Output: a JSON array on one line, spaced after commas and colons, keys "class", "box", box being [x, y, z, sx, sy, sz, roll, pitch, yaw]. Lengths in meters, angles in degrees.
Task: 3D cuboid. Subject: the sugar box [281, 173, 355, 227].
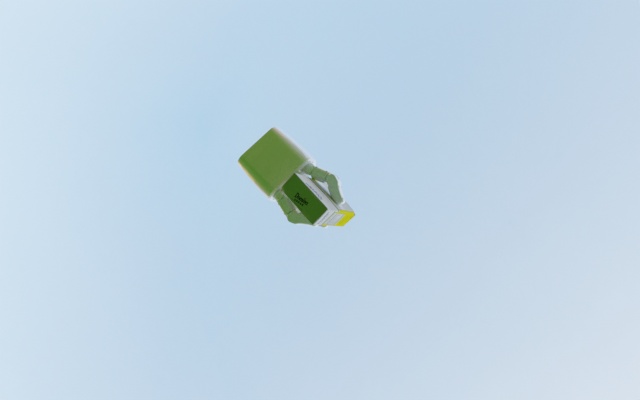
[{"class": "sugar box", "box": [0.000, 0.003, 0.895, 0.048, 0.093, 0.176, -46, -18, 14]}]
